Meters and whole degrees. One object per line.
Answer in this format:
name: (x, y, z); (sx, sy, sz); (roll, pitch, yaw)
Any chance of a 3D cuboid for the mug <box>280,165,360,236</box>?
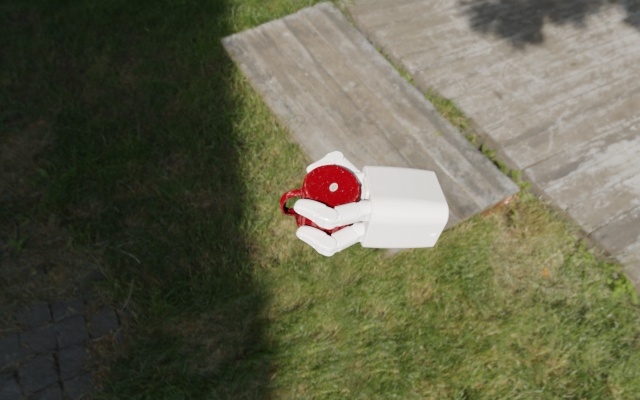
mug: (-0.001, 0.002, 0.689); (0.117, 0.093, 0.082); (2, -36, -6)
